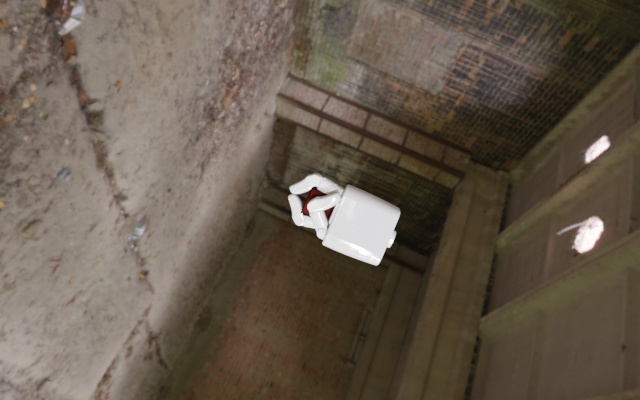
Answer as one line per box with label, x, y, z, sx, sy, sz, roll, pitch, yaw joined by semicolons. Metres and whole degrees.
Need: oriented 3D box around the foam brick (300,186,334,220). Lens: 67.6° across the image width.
foam brick;0.000;0.003;0.886;0.051;0.053;0.078;23;14;1
